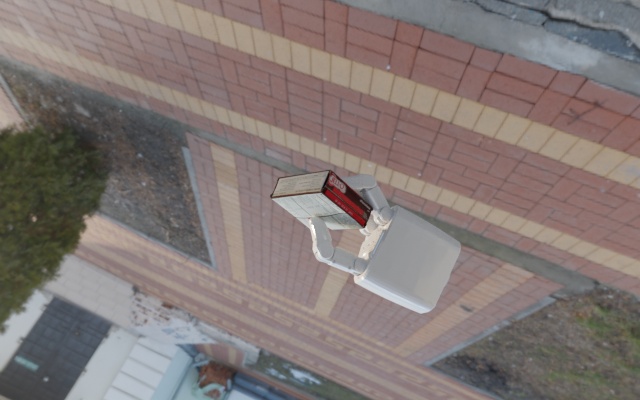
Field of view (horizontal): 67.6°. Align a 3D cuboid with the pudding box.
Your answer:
[{"bbox_3d":[0.000,0.002,0.640,0.113,0.039,0.090,-7,-39,48],"label":"pudding box"}]
